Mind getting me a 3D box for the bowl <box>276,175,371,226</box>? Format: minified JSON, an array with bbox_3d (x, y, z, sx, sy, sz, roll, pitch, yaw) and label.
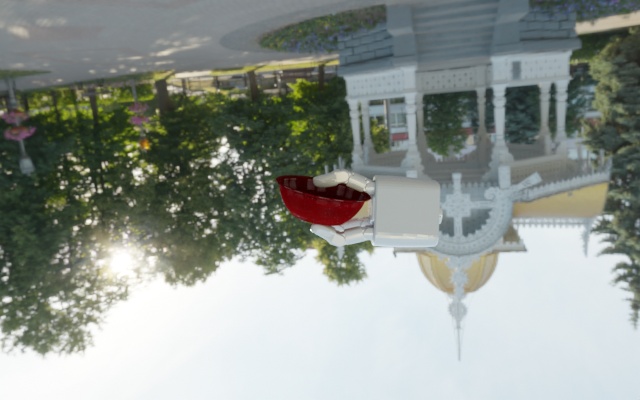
[{"bbox_3d":[-0.001,0.003,0.802,0.162,0.055,0.162,11,13,-3],"label":"bowl"}]
